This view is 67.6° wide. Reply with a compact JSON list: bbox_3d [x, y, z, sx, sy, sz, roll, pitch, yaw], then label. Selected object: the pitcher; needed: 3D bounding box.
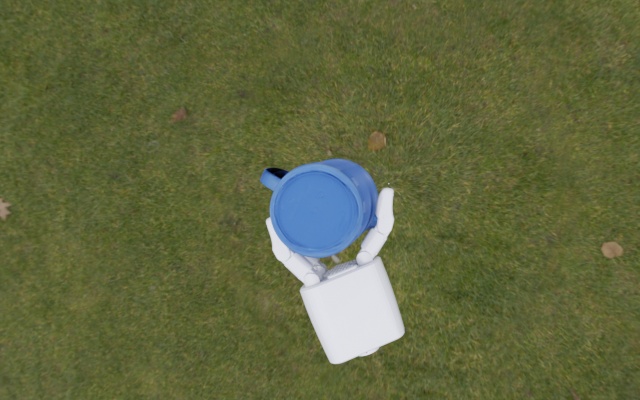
[{"bbox_3d":[0.000,0.002,0.650,0.149,0.145,0.243,-19,0,8],"label":"pitcher"}]
